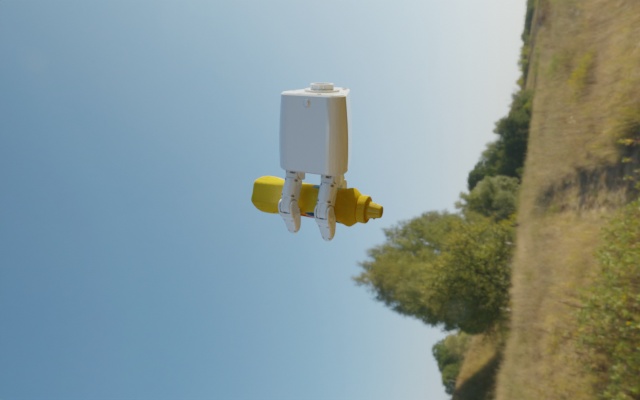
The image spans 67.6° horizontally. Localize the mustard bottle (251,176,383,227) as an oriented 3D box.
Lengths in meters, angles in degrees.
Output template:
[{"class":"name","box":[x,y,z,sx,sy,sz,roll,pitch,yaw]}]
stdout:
[{"class":"mustard bottle","box":[0.000,0.003,0.714,0.191,0.058,0.096,8,-4,23]}]
